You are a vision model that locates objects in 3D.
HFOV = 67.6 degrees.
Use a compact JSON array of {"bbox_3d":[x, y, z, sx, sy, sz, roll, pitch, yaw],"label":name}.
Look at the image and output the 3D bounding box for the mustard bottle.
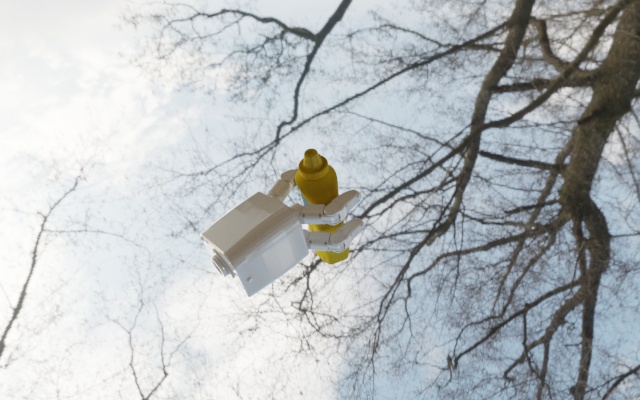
[{"bbox_3d":[0.000,0.002,0.697,0.058,0.192,0.096,-19,46,-6],"label":"mustard bottle"}]
